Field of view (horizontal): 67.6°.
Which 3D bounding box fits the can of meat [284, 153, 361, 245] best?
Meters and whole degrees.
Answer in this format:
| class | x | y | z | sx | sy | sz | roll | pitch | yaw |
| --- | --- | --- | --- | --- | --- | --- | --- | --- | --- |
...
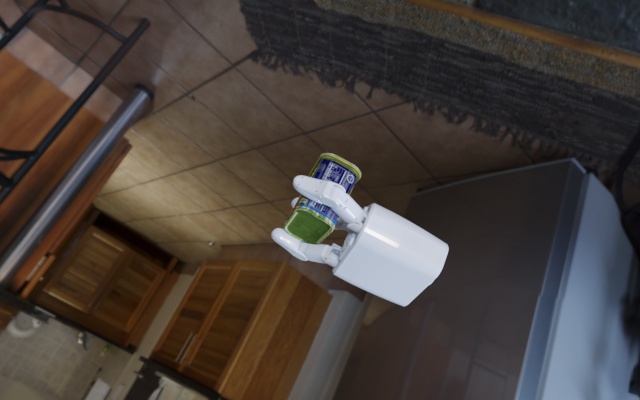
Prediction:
| class | x | y | z | sx | sy | sz | roll | pitch | yaw |
| --- | --- | --- | --- | --- | --- | --- | --- | --- | --- |
| can of meat | 0.000 | 0.002 | 0.606 | 0.057 | 0.084 | 0.102 | 28 | -26 | -5 |
